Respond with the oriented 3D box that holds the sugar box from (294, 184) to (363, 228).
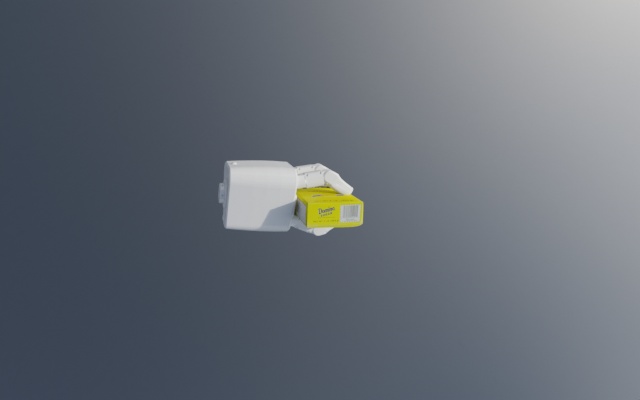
[{"bbox_3d":[0.000,0.002,0.814,0.093,0.048,0.176,-1,15,-16],"label":"sugar box"}]
